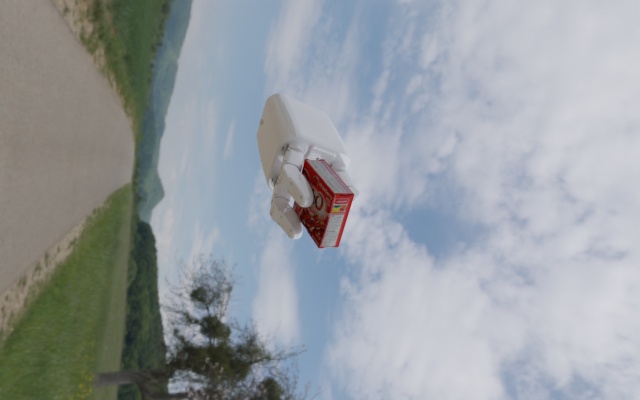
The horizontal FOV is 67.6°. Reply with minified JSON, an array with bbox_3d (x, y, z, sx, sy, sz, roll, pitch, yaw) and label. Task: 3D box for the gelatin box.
[{"bbox_3d":[0.001,0.002,0.565,0.030,0.073,0.089,-1,32,-28],"label":"gelatin box"}]
